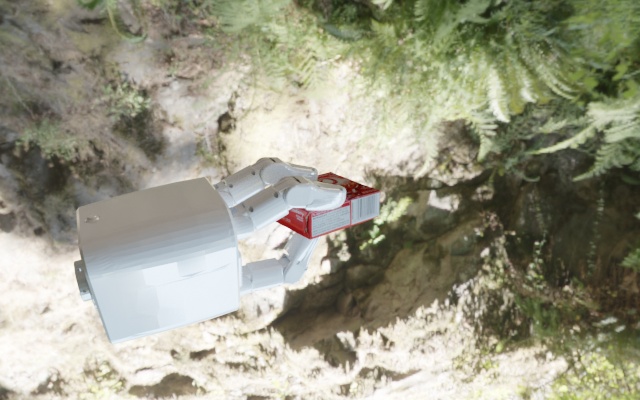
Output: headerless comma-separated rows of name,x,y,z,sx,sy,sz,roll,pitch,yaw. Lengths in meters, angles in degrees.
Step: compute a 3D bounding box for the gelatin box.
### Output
gelatin box,0.000,0.002,0.451,0.089,0.030,0.073,-16,27,-36
